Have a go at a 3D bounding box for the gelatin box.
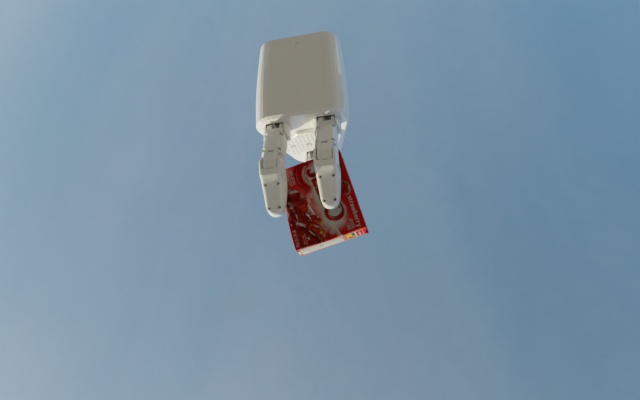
[{"bbox_3d":[0.000,0.002,0.482,0.073,0.089,0.030,-19,-20,5],"label":"gelatin box"}]
